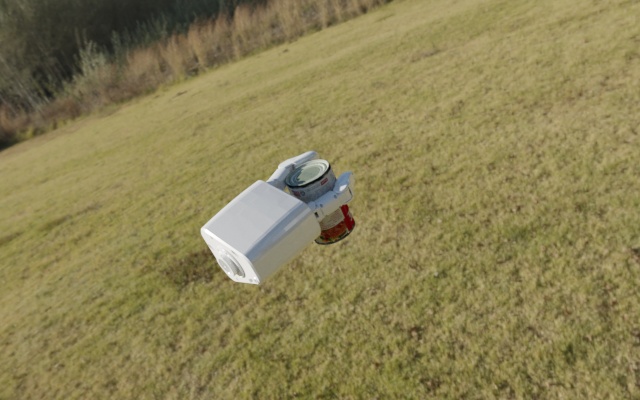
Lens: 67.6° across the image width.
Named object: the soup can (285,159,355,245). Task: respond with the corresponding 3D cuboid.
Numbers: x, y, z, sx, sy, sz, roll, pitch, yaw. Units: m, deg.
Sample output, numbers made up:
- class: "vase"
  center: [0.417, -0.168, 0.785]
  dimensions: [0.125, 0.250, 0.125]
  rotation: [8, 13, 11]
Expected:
- class: "soup can"
  center: [0.000, 0.002, 0.670]
  dimensions: [0.068, 0.102, 0.068]
  rotation: [-19, 29, 11]
